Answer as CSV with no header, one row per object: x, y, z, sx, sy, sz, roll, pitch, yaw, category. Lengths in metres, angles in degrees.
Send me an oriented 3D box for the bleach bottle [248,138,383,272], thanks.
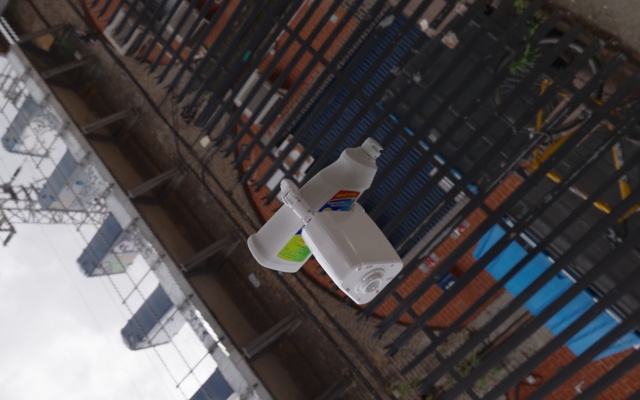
0.000,0.002,0.750,0.102,0.251,0.068,23,24,-48,bleach bottle
